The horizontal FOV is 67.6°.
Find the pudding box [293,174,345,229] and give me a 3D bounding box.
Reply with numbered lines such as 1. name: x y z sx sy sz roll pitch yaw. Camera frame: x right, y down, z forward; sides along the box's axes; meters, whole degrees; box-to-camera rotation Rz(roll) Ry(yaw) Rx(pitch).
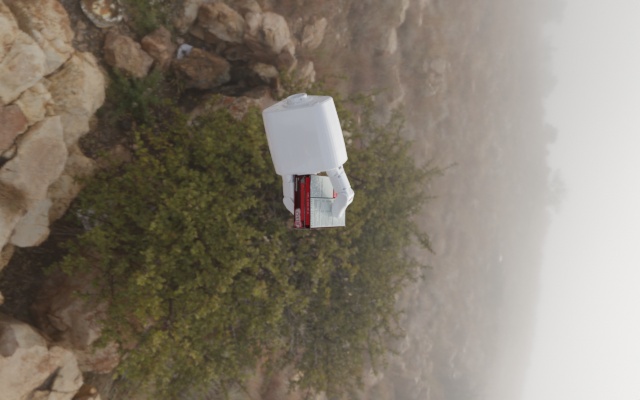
1. pudding box: 0.000 0.003 0.806 0.039 0.090 0.113 1 0 36
